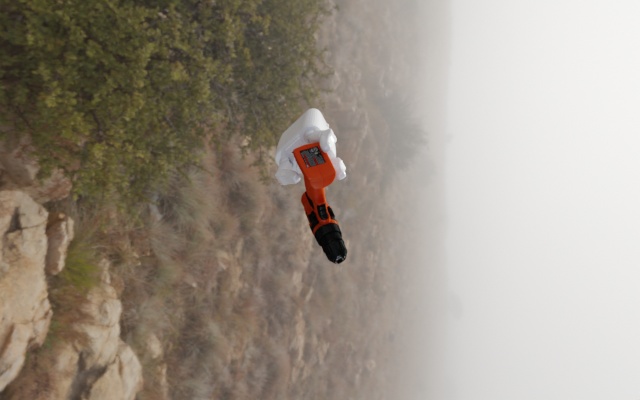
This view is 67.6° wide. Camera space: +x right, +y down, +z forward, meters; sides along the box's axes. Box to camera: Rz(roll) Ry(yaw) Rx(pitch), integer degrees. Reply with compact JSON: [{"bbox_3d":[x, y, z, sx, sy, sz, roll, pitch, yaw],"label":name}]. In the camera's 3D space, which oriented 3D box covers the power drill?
[{"bbox_3d":[0.000,0.002,0.882,0.057,0.188,0.184,-17,47,-12],"label":"power drill"}]
